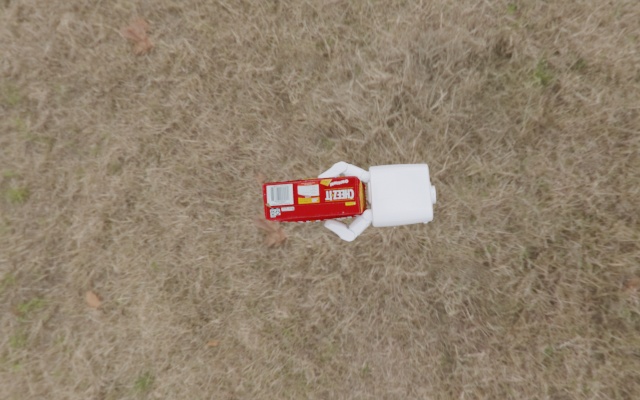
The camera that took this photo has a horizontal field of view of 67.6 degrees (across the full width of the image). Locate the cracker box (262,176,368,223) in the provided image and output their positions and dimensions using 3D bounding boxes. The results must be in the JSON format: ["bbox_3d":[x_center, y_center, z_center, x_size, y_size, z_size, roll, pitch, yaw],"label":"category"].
[{"bbox_3d":[0.000,0.003,0.890,0.164,0.072,0.214,-5,-4,9],"label":"cracker box"}]
